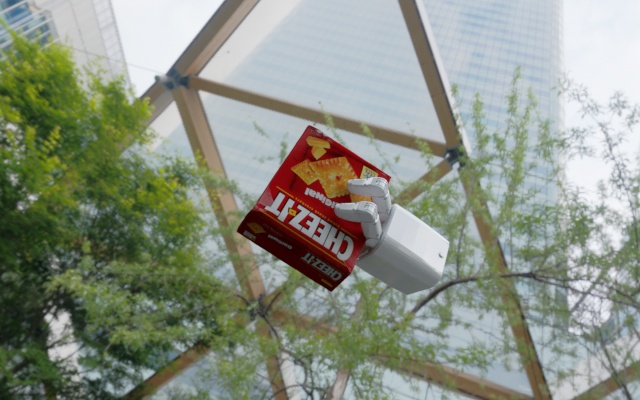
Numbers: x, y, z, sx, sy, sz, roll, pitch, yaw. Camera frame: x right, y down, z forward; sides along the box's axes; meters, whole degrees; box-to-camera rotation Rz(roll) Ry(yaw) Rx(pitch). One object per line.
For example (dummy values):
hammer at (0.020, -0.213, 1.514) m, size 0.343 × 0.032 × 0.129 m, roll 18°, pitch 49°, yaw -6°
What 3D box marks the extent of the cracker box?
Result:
cracker box at (0.000, 0.002, 0.724) m, size 0.164 × 0.213 × 0.072 m, roll 33°, pitch -43°, yaw -5°
